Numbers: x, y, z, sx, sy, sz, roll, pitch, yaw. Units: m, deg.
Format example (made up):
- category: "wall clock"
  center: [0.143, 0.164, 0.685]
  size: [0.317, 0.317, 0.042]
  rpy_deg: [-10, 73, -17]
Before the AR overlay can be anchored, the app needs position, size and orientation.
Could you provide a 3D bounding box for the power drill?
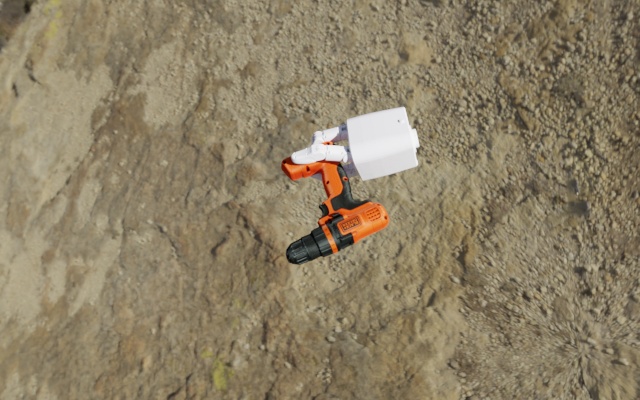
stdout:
- category: "power drill"
  center: [0.000, 0.002, 0.828]
  size: [0.184, 0.187, 0.057]
  rpy_deg: [-23, -20, -6]
